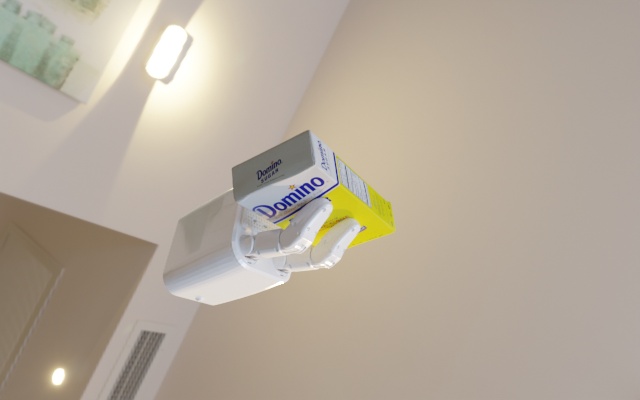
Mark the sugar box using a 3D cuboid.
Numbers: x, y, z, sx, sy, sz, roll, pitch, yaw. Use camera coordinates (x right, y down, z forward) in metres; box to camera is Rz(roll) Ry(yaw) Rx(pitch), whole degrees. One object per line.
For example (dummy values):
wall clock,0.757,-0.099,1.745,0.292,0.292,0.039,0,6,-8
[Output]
sugar box,0.000,0.002,0.496,0.093,0.048,0.176,-23,-31,24
